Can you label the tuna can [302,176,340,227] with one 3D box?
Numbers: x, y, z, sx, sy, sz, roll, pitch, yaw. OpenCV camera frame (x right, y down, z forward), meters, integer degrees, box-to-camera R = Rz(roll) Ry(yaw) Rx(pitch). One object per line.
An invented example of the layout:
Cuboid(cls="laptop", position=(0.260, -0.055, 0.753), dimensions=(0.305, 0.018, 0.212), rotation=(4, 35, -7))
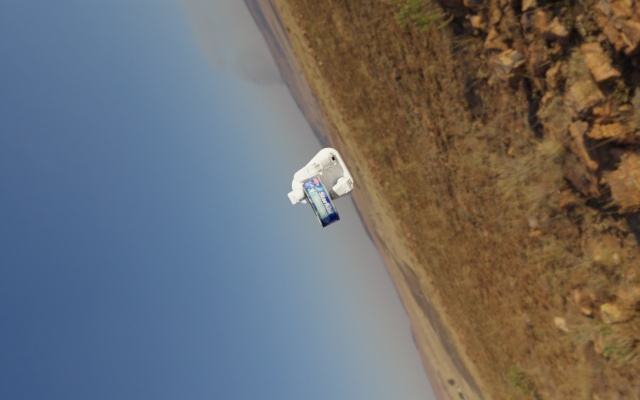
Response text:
Cuboid(cls="tuna can", position=(0.000, 0.003, 0.826), dimensions=(0.034, 0.086, 0.086), rotation=(-26, 1, -3))
